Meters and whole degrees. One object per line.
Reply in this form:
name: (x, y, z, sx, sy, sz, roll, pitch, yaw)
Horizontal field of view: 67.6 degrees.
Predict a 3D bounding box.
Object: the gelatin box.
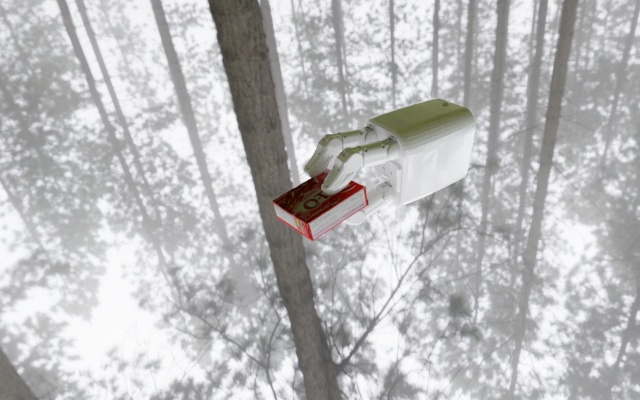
gelatin box: (0.000, 0.002, 0.563, 0.089, 0.030, 0.073, -32, 38, -24)
